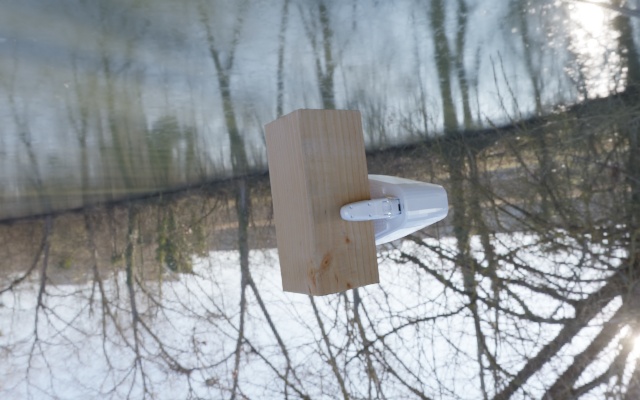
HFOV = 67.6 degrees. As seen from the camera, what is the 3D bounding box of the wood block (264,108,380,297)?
[{"bbox_3d":[0.001,0.002,0.575,0.090,0.206,0.091,-6,-2,-34],"label":"wood block"}]
